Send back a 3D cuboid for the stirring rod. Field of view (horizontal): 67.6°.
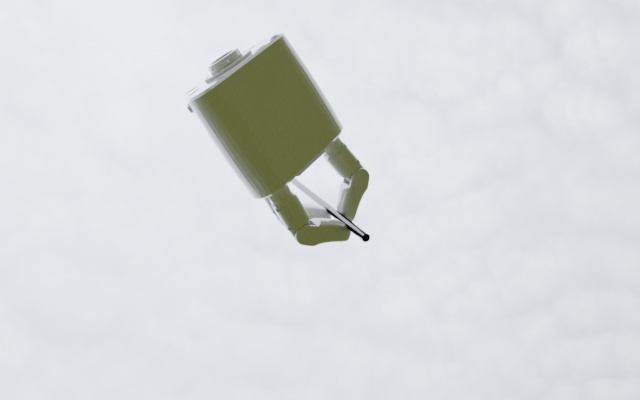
[{"bbox_3d":[0.000,0.002,0.541,0.011,0.011,0.239,0,16,-21],"label":"stirring rod"}]
